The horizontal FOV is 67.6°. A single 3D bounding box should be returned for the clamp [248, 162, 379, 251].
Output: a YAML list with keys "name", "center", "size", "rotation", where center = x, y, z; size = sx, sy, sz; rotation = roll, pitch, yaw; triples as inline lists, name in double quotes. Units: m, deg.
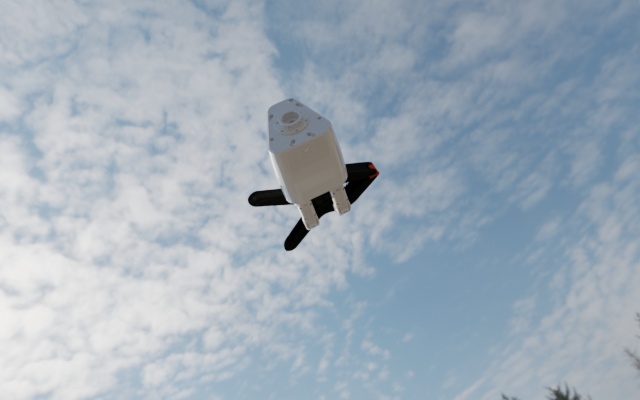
- name: "clamp"
  center: [0.000, 0.002, 0.789]
  size: [0.210, 0.036, 0.165]
  rotation: [-25, -38, -5]
